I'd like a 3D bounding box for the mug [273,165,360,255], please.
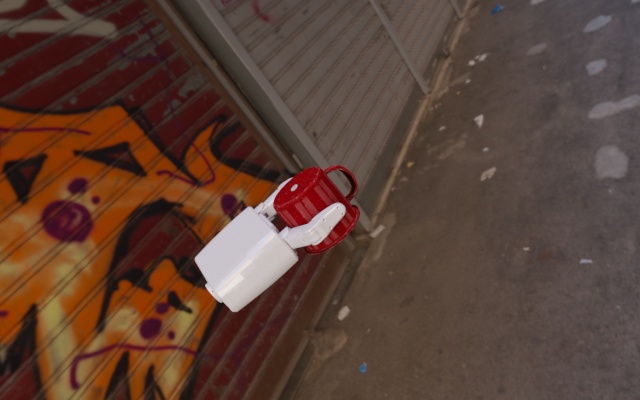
[{"bbox_3d":[0.001,0.001,0.632,0.117,0.081,0.093,-44,21,-10],"label":"mug"}]
